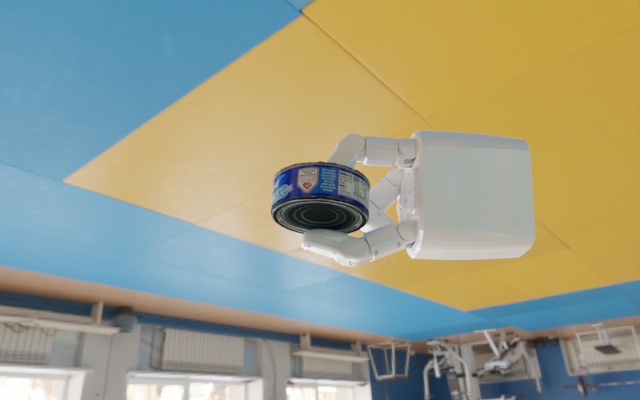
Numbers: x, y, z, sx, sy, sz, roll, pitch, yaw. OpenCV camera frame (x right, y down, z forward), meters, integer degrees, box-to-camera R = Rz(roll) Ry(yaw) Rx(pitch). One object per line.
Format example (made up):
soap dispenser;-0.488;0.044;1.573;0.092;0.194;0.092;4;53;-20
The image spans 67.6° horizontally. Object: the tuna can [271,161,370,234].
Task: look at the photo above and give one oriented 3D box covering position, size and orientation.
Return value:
tuna can;0.000;0.002;0.414;0.086;0.033;0.086;3;-25;1
